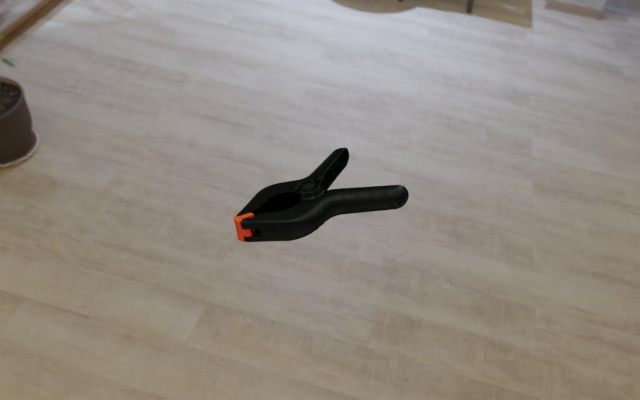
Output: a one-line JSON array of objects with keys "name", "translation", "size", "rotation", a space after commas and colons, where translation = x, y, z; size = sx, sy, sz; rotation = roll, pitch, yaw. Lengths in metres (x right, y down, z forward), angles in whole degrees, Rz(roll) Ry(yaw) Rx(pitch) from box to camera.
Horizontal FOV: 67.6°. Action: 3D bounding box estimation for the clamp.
[{"name": "clamp", "translation": [0.000, 0.001, 0.481], "size": [0.171, 0.039, 0.120], "rotation": [-31, 36, -27]}]
